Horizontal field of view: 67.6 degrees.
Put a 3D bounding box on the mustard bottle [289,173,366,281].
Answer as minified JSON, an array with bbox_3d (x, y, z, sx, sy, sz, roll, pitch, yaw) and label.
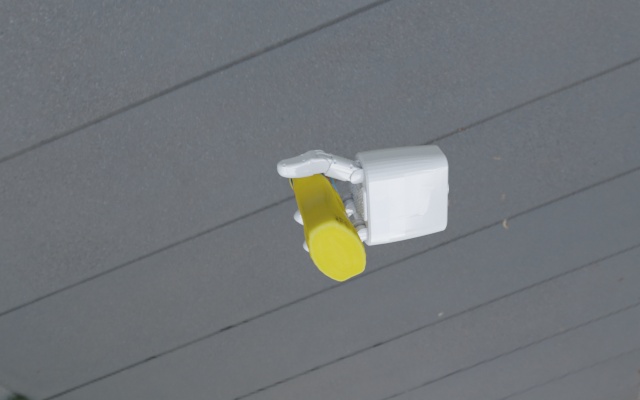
[{"bbox_3d":[0.000,0.002,0.592,0.058,0.096,0.191,-28,39,7],"label":"mustard bottle"}]
